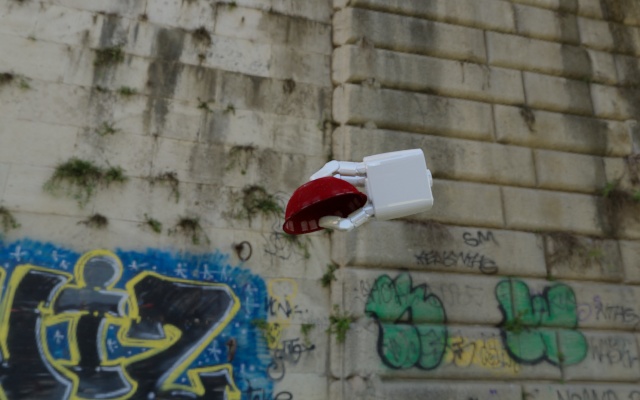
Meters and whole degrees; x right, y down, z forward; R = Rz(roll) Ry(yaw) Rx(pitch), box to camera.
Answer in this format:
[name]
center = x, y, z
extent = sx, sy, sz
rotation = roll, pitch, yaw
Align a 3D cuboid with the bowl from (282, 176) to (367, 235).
[bowl]
center = -0.001, 0.003, 0.858
extent = 0.162, 0.055, 0.162
rotation = -19, -20, -7
